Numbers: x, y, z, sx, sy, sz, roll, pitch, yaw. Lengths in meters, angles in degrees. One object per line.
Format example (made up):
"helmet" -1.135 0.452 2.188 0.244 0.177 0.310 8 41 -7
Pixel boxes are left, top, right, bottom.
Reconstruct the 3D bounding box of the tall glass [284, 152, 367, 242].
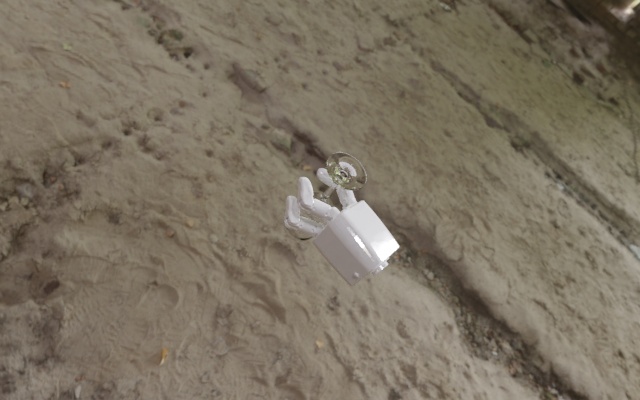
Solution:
"tall glass" 0.000 0.002 0.845 0.079 0.079 0.201 0 -30 -30
